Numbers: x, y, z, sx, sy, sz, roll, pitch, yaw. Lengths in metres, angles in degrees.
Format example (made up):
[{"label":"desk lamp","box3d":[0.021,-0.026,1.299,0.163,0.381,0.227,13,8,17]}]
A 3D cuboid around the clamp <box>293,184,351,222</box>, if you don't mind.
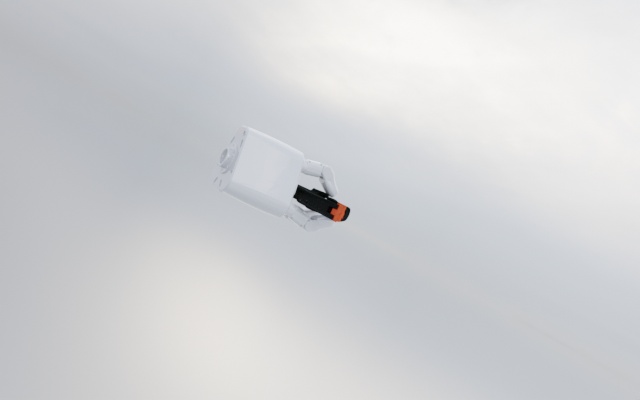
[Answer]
[{"label":"clamp","box3d":[0.001,0.002,0.815,0.164,0.036,0.210,21,3,-31]}]
